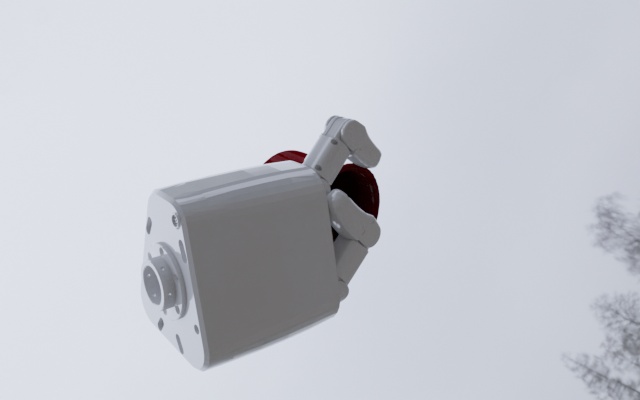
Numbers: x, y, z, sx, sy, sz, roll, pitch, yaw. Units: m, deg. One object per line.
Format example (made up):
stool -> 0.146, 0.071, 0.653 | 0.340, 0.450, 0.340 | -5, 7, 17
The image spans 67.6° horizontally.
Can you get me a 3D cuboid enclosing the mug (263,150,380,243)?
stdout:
mug -> 0.001, 0.001, 0.427 | 0.117, 0.093, 0.081 | -11, 25, -42
